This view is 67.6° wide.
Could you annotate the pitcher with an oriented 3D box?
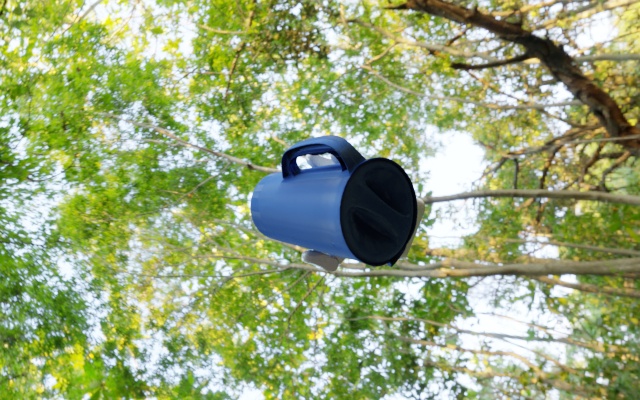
[{"bbox_3d":[0.000,0.002,0.667,0.145,0.149,0.243,13,-7,-38],"label":"pitcher"}]
